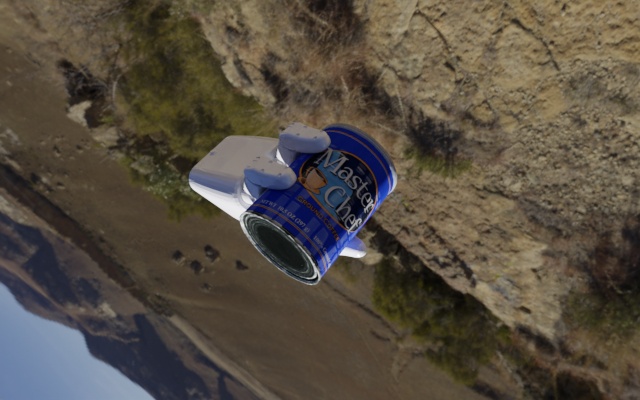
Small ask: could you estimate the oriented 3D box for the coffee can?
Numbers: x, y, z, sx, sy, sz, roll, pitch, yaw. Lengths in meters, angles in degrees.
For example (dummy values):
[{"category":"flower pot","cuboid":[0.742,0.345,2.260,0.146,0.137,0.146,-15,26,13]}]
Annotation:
[{"category":"coffee can","cuboid":[0.000,0.002,0.501,0.140,0.103,0.103,-49,26,-26]}]
